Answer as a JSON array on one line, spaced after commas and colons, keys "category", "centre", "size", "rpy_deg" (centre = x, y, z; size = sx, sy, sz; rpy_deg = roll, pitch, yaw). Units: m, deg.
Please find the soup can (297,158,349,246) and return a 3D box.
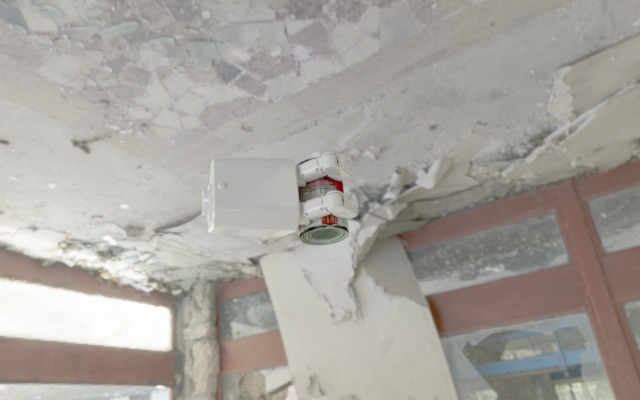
[{"category": "soup can", "centre": [0.001, 0.002, 0.647], "size": [0.068, 0.102, 0.068], "rpy_deg": [-5, -25, -2]}]
